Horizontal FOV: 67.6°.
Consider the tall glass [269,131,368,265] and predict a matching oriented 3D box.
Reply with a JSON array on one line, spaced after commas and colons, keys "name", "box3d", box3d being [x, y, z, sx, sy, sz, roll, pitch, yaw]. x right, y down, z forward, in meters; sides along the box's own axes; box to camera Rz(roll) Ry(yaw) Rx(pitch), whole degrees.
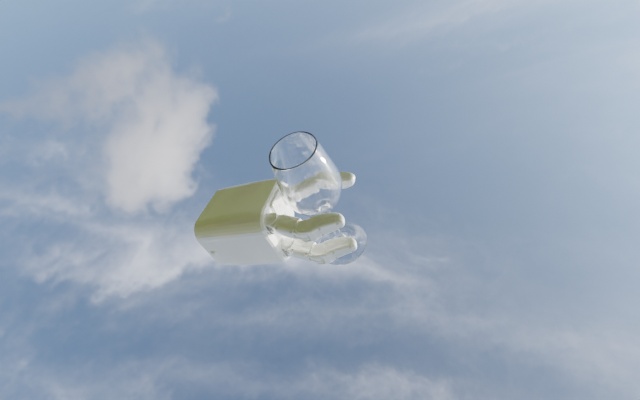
[{"name": "tall glass", "box3d": [0.000, 0.002, 0.629, 0.079, 0.079, 0.201, 0, -38, 24]}]
